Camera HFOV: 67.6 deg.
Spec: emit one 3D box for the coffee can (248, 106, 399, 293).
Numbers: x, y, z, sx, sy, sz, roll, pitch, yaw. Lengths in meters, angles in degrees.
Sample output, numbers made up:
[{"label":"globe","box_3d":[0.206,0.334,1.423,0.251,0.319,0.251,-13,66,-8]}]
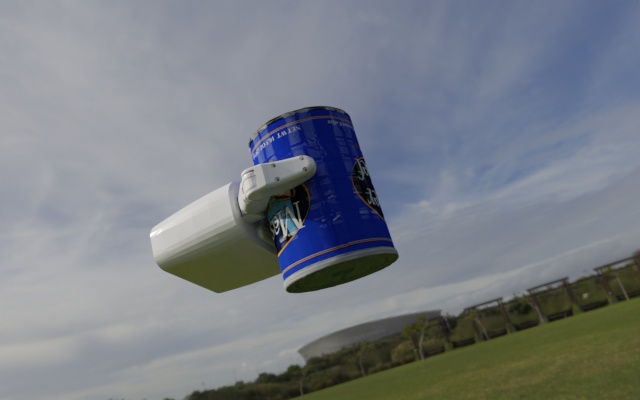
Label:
[{"label":"coffee can","box_3d":[0.000,0.001,0.435,0.103,0.140,0.103,-15,-19,-5]}]
